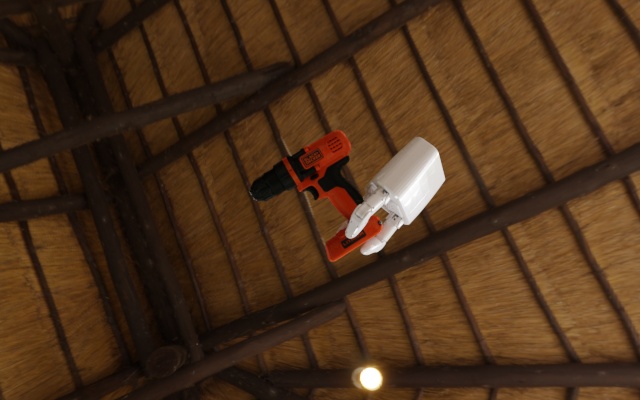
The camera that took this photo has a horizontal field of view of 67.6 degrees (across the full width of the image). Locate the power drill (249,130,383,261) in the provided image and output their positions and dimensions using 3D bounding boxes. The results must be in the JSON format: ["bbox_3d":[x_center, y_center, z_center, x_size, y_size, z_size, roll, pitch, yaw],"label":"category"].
[{"bbox_3d":[0.001,0.003,0.786,0.184,0.187,0.057,-31,0,3],"label":"power drill"}]
